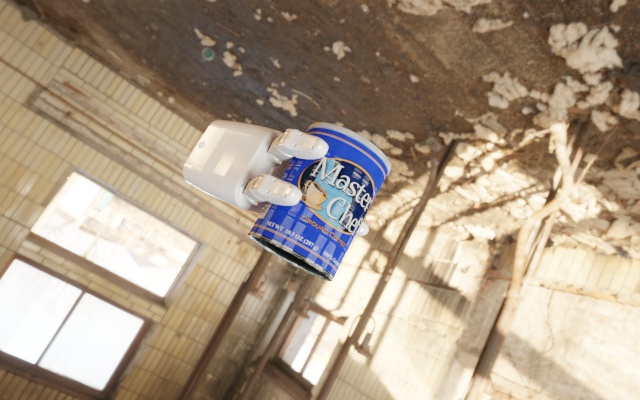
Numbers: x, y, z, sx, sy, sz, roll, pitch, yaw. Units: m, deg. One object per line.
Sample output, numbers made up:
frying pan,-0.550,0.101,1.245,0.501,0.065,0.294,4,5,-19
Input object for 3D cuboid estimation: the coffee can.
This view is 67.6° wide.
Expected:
coffee can,0.000,0.002,0.519,0.103,0.140,0.103,27,-13,7
